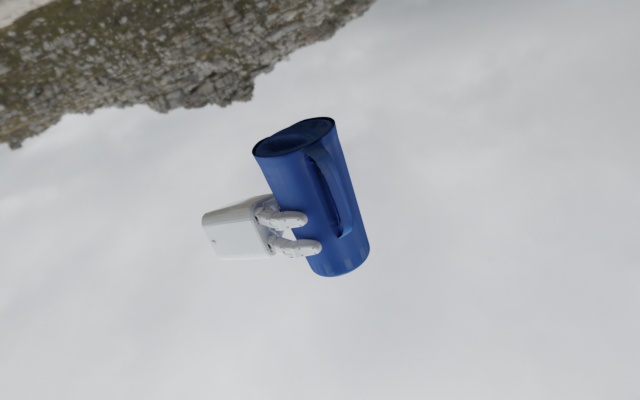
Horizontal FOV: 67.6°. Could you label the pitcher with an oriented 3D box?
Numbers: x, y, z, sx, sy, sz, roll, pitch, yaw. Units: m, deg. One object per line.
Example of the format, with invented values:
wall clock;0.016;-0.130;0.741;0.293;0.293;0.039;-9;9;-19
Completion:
pitcher;0.000;0.002;0.753;0.145;0.243;0.149;-9;28;24
